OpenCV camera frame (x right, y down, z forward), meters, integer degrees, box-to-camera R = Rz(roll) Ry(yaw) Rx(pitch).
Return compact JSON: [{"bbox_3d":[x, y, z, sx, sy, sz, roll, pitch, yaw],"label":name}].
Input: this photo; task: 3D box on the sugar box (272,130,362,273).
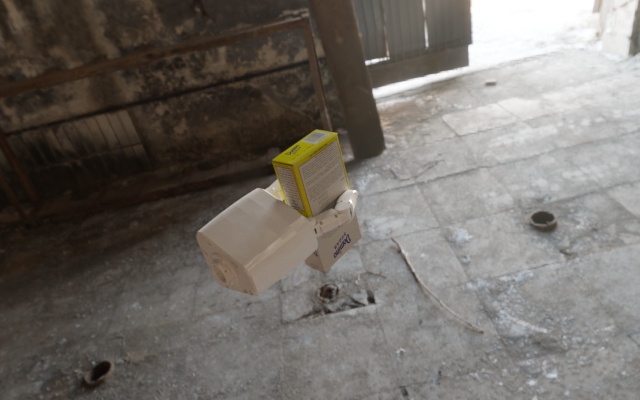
[{"bbox_3d":[0.000,0.002,0.659,0.048,0.176,0.093,17,43,39],"label":"sugar box"}]
